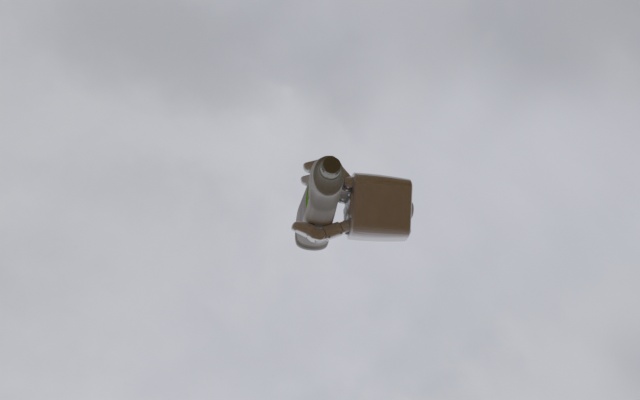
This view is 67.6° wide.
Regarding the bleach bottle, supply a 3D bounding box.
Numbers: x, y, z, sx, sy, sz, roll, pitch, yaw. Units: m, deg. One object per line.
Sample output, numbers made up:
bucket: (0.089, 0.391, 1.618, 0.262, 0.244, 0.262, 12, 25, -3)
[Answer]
bleach bottle: (0.000, 0.003, 0.825, 0.068, 0.102, 0.251, 5, -23, -6)
